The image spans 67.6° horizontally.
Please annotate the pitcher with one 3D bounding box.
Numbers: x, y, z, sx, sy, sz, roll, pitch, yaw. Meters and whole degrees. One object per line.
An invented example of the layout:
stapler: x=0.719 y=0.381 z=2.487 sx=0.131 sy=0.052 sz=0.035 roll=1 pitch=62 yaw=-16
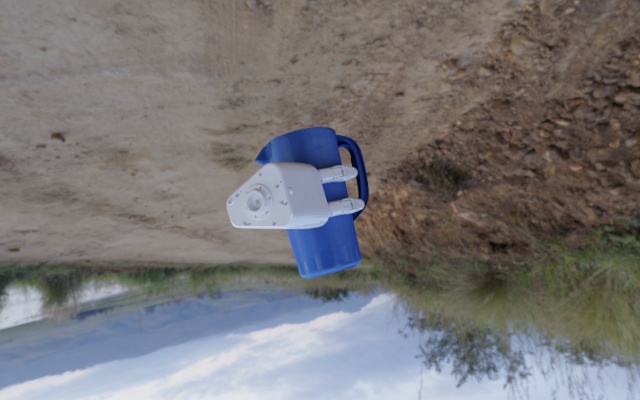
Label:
pitcher: x=0.000 y=0.003 z=0.825 sx=0.149 sy=0.243 sz=0.145 roll=-18 pitch=-8 yaw=27
